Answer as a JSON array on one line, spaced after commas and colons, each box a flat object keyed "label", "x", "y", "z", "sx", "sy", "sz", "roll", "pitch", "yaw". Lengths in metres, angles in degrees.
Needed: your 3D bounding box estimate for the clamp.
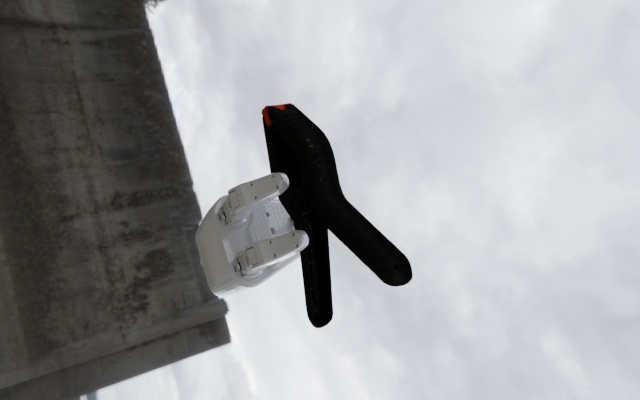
[{"label": "clamp", "x": 0.000, "y": 0.001, "z": 0.416, "sx": 0.036, "sy": 0.210, "sz": 0.164, "roll": -13, "pitch": -12, "yaw": -30}]
